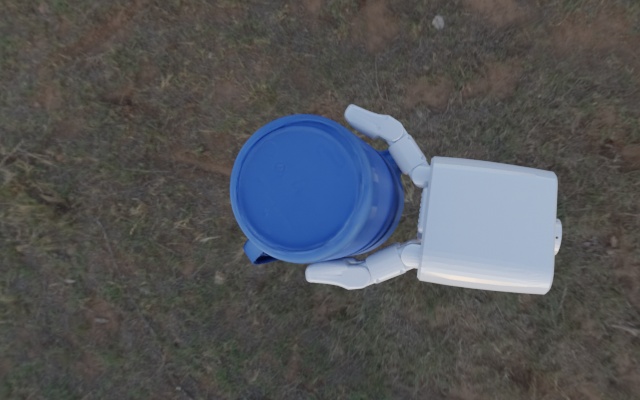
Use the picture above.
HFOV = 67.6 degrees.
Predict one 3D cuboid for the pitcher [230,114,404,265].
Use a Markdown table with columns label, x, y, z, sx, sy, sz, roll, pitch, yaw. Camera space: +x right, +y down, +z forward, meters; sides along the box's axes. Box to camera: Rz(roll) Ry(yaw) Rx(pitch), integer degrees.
| label | x | y | z | sx | sy | sz | roll | pitch | yaw |
| --- | --- | --- | --- | --- | --- | --- | --- | --- | --- |
| pitcher | 0.000 | 0.001 | 0.452 | 0.145 | 0.149 | 0.243 | 9 | 0 | 12 |
